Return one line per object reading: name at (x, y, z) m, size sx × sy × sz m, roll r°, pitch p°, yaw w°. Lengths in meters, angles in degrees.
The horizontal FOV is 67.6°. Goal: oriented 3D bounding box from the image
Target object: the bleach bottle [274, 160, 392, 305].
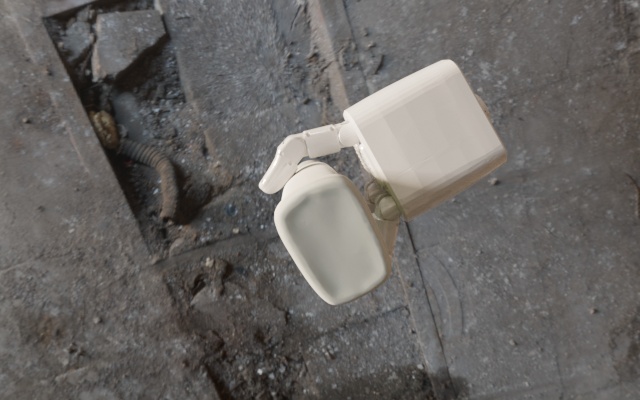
bleach bottle at (0.000, 0.002, 0.468) m, size 0.068 × 0.102 × 0.250 m, roll -28°, pitch 16°, yaw 2°
